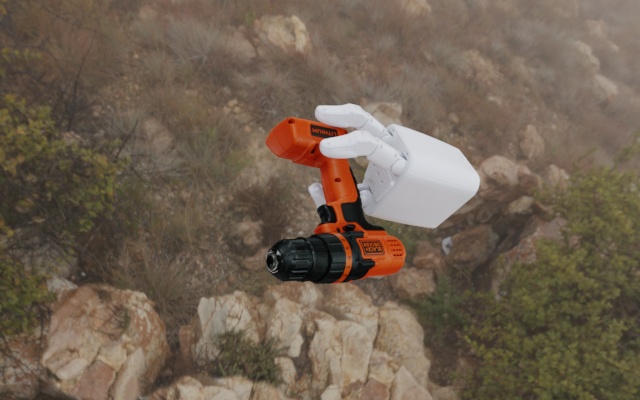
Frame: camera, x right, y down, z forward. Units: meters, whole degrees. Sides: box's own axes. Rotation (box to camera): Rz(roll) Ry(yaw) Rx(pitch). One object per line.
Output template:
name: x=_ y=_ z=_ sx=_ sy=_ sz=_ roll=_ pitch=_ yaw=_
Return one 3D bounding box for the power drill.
power drill: x=0.000 y=0.001 z=0.526 sx=0.184 sy=0.187 sz=0.057 roll=5 pitch=-31 yaw=-44
